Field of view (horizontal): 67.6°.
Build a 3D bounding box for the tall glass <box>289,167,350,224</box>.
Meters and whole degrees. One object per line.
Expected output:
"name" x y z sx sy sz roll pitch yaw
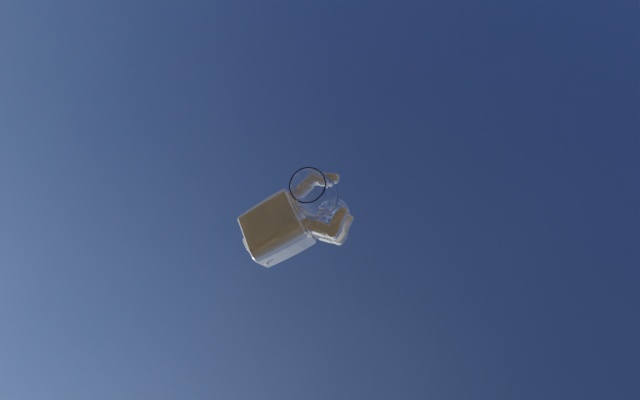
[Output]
"tall glass" 0.000 0.003 0.860 0.079 0.079 0.201 0 -17 13
